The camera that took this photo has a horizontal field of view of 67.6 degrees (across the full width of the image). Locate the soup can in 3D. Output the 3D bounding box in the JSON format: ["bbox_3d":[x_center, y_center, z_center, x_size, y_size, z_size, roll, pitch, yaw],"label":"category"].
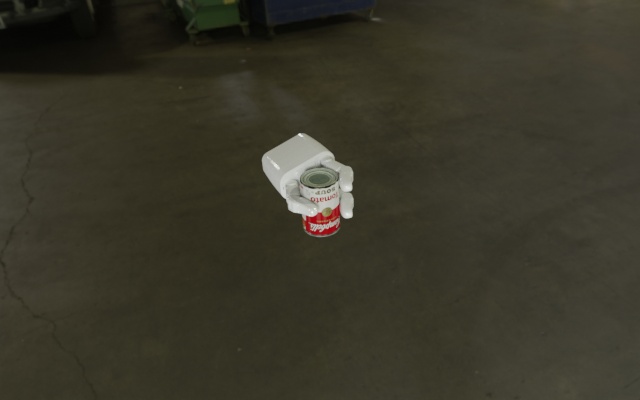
[{"bbox_3d":[0.000,0.003,0.832,0.068,0.102,0.068,-2,33,1],"label":"soup can"}]
